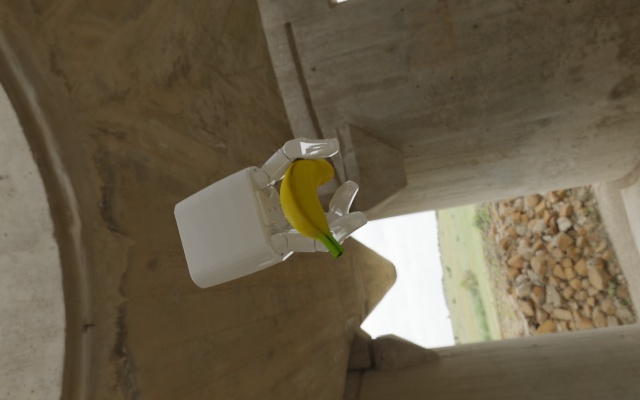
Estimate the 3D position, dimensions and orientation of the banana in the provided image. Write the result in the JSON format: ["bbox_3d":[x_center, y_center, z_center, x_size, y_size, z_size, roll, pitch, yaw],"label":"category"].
[{"bbox_3d":[-0.011,-0.010,0.508,0.037,0.070,0.197,-35,22,16],"label":"banana"}]
